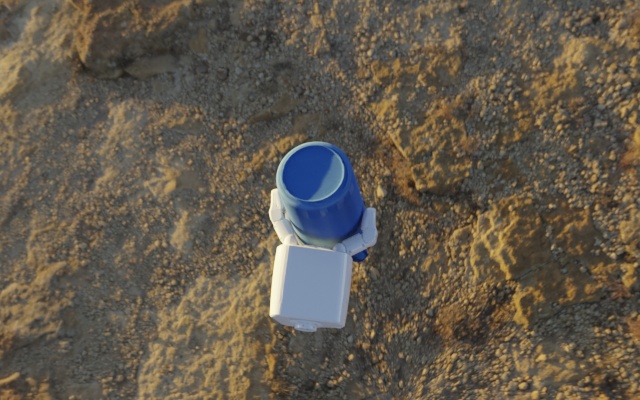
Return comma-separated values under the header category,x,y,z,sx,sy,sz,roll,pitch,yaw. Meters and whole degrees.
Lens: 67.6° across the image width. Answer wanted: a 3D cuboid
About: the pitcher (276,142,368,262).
category,x,y,z,sx,sy,sz,roll,pitch,yaw
pitcher,0.000,0.003,0.765,0.149,0.145,0.243,2,-23,10
